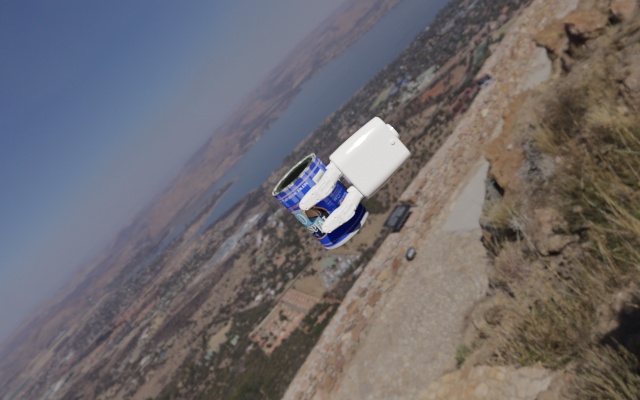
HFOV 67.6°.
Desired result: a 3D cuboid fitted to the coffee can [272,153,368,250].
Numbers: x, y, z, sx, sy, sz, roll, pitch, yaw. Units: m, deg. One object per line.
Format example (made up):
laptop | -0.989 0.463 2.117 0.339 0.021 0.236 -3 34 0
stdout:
coffee can | 0.000 0.003 0.839 0.140 0.103 0.103 46 -15 -15
